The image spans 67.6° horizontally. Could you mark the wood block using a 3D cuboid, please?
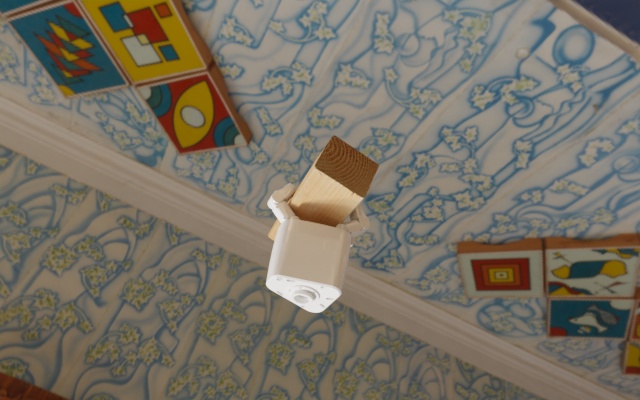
[{"bbox_3d":[0.000,0.003,0.803,0.091,0.090,0.206,33,-43,-4],"label":"wood block"}]
